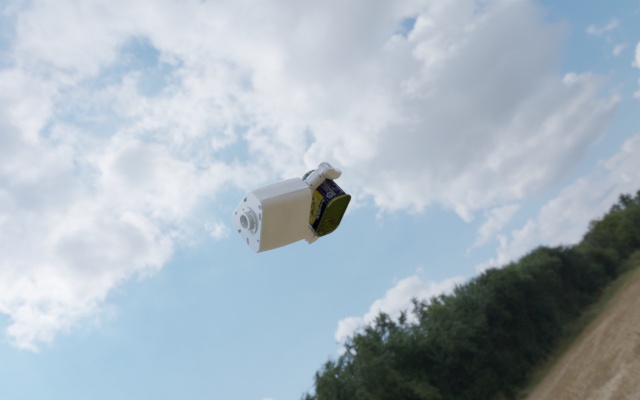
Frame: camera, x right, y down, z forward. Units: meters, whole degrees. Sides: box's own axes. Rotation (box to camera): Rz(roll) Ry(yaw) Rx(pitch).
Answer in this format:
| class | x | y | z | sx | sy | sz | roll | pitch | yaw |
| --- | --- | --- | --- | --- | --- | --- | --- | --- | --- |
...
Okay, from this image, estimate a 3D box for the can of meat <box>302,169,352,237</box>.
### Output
| class | x | y | z | sx | sy | sz | roll | pitch | yaw |
| --- | --- | --- | --- | --- | --- | --- | --- | --- | --- |
| can of meat | 0.000 | 0.003 | 0.894 | 0.057 | 0.102 | 0.084 | -18 | 54 | -38 |
